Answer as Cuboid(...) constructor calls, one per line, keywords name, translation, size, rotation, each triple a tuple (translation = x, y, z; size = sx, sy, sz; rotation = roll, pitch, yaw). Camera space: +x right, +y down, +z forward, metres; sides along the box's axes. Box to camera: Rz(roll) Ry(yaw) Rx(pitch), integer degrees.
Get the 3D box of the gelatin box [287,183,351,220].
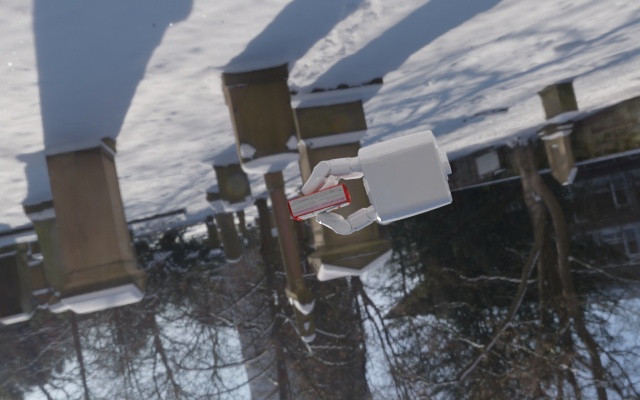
Cuboid(name="gelatin box", translation=(0.000, 0.003, 0.718), size=(0.089, 0.030, 0.073), rotation=(-19, -6, 4))
